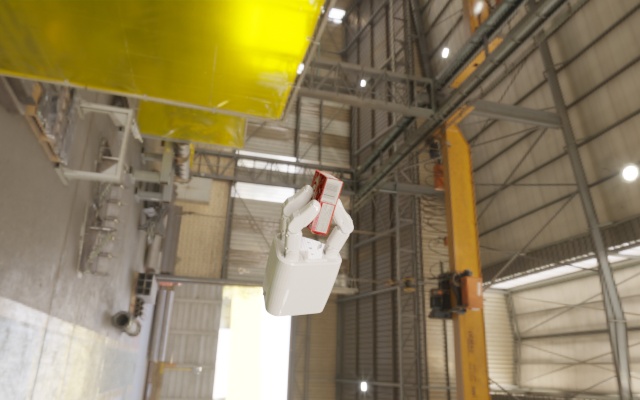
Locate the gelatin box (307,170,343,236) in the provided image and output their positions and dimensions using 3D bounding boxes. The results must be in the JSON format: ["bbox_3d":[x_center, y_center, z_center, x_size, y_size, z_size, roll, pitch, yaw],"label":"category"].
[{"bbox_3d":[0.001,0.002,0.749,0.030,0.089,0.073,14,9,-17],"label":"gelatin box"}]
